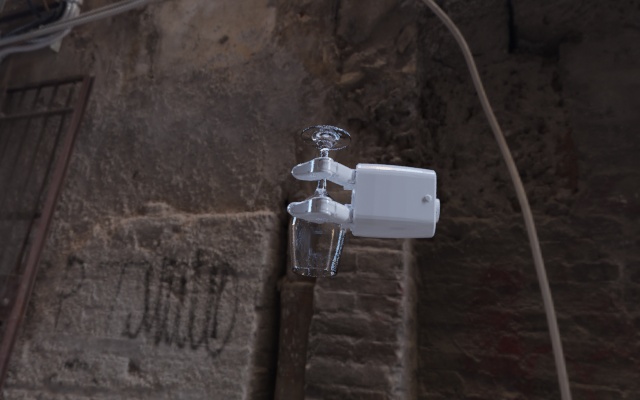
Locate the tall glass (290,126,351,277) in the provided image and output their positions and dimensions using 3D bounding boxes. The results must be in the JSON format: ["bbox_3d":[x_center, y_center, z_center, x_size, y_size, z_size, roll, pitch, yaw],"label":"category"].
[{"bbox_3d":[0.000,0.002,0.665,0.079,0.201,0.079,5,-19,2],"label":"tall glass"}]
